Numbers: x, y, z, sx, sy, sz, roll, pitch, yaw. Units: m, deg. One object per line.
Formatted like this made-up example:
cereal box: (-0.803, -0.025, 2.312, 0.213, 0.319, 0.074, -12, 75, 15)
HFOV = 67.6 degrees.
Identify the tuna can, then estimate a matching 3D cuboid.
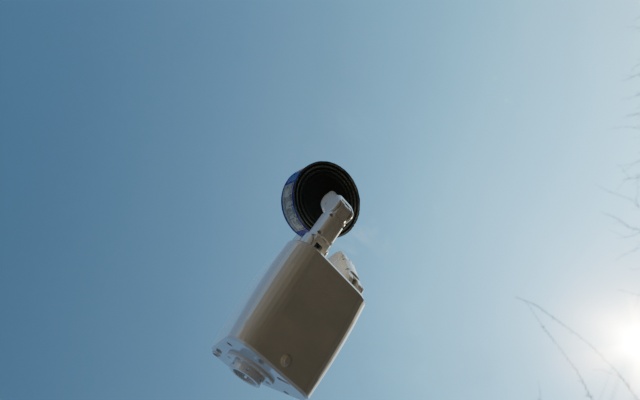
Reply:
tuna can: (0.000, 0.002, 0.530, 0.086, 0.086, 0.034, 0, -11, -33)
